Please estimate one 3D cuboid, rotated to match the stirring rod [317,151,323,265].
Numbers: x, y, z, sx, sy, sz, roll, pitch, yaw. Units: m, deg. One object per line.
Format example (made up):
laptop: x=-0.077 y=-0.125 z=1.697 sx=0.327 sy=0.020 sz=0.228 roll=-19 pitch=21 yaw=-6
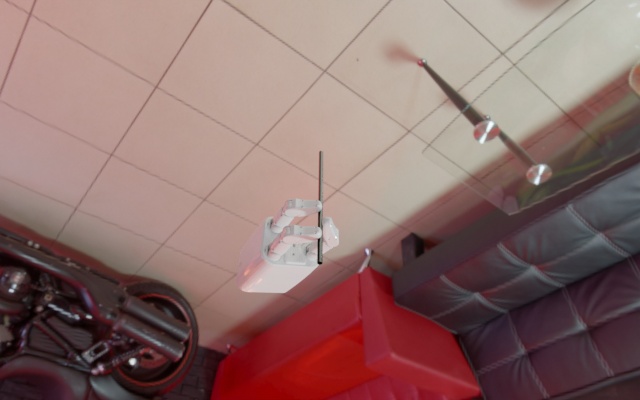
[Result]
stirring rod: x=0.000 y=0.003 z=0.778 sx=0.011 sy=0.239 sz=0.011 roll=0 pitch=-42 yaw=0
